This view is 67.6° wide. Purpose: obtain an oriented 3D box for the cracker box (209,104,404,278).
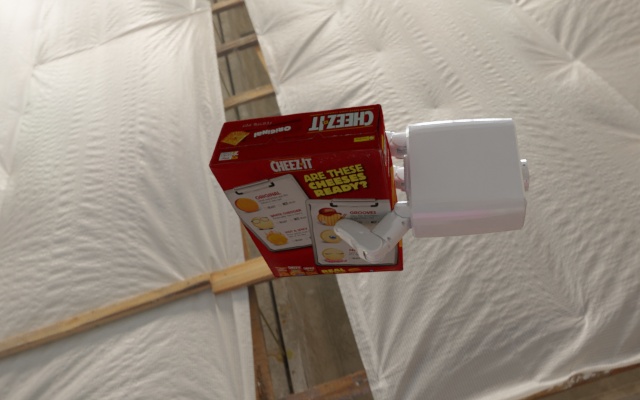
[{"bbox_3d":[0.000,0.002,0.524,0.164,0.072,0.214,-5,-39,13],"label":"cracker box"}]
